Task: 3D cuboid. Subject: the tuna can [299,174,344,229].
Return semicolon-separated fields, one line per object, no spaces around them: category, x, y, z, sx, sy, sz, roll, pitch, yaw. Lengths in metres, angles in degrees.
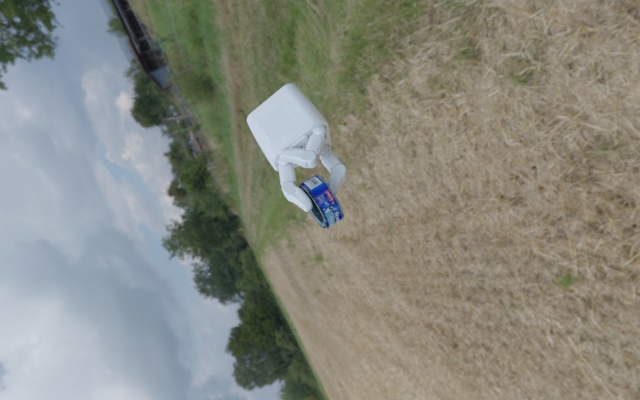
tuna can;0.000;0.003;0.775;0.034;0.086;0.086;-31;7;-12
